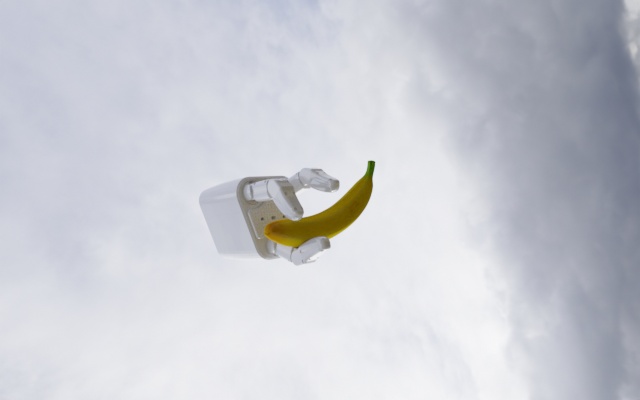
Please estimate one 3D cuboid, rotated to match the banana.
[{"bbox_3d":[0.008,0.017,0.618,0.197,0.070,0.037,-34,24,-36],"label":"banana"}]
